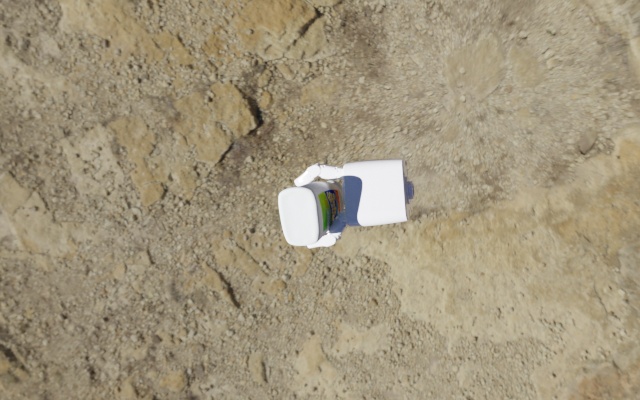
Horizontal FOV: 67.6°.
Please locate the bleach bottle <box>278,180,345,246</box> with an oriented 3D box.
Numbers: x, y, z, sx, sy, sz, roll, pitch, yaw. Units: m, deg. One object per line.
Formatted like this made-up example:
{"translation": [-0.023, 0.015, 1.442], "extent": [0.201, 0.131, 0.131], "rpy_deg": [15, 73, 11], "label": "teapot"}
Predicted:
{"translation": [0.000, 0.003, 0.889], "extent": [0.068, 0.102, 0.250], "rpy_deg": [-4, 11, 18], "label": "bleach bottle"}
